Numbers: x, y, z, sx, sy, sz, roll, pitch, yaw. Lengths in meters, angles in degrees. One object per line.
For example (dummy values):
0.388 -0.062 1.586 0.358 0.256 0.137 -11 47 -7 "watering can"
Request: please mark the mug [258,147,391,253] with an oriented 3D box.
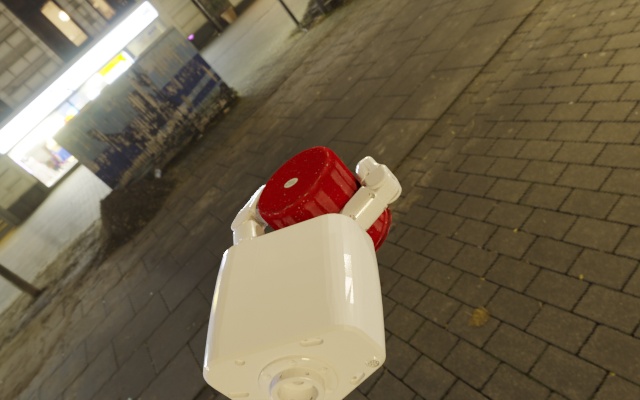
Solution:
0.000 0.000 0.425 0.093 0.081 0.117 -33 29 18 "mug"
